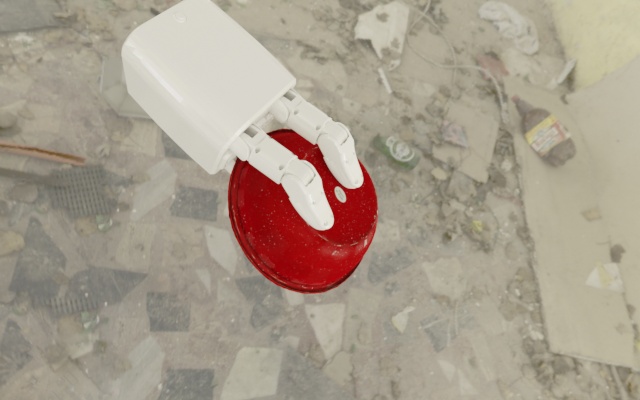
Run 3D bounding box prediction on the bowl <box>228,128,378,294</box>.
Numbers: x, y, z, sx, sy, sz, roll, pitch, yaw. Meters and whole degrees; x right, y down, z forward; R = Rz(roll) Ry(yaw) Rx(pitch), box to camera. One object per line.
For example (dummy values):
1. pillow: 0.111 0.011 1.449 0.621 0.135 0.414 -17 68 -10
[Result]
1. bowl: 0.001 0.002 0.437 0.162 0.162 0.055 0 -14 -38
